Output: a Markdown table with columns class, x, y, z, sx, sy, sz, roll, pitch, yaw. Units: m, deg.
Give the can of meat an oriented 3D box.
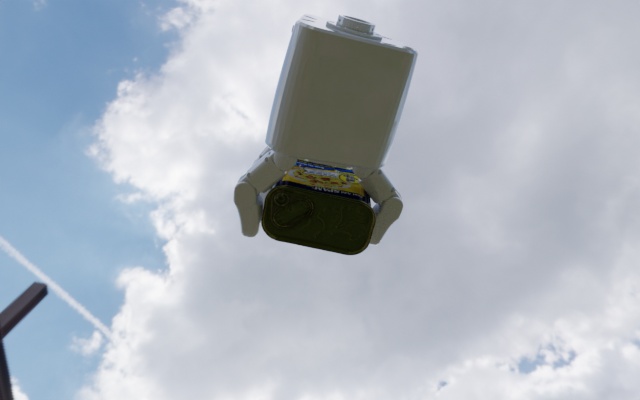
| class | x | y | z | sx | sy | sz | roll | pitch | yaw |
| --- | --- | --- | --- | --- | --- | --- | --- | --- | --- |
| can of meat | 0.000 | 0.001 | 0.468 | 0.102 | 0.057 | 0.084 | 11 | 26 | -2 |
